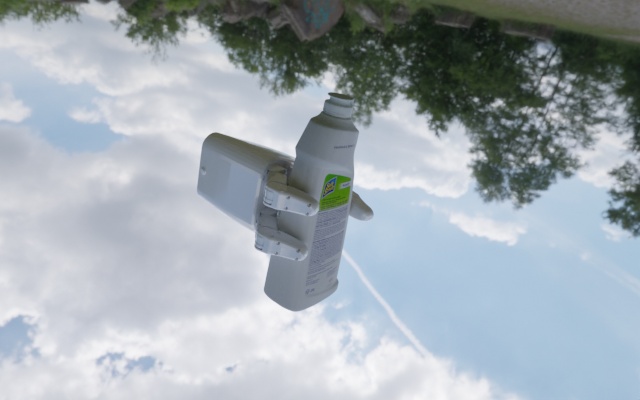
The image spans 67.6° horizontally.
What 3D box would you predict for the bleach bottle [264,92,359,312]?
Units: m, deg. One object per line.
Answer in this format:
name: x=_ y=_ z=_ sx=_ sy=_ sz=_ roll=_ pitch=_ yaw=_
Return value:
bleach bottle: x=0.000 y=0.002 z=0.553 sx=0.068 sy=0.251 sz=0.102 roll=26 pitch=26 yaw=29
